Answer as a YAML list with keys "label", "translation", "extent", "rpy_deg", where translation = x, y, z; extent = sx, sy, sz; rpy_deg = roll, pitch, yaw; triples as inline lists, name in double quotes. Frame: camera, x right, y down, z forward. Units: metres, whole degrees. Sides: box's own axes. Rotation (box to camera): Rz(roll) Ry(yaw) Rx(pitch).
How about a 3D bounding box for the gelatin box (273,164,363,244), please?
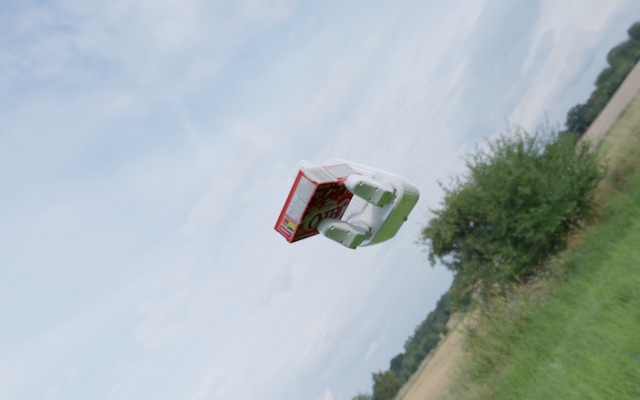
- label: "gelatin box"
  translation: [0.000, 0.001, 0.501]
  extent: [0.030, 0.073, 0.089]
  rpy_deg: [38, 27, 25]
